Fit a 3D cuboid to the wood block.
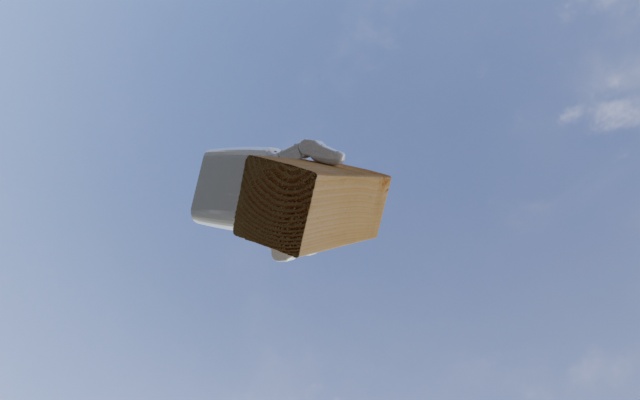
[{"bbox_3d":[0.000,0.001,0.577,0.090,0.091,0.206,16,10,27],"label":"wood block"}]
